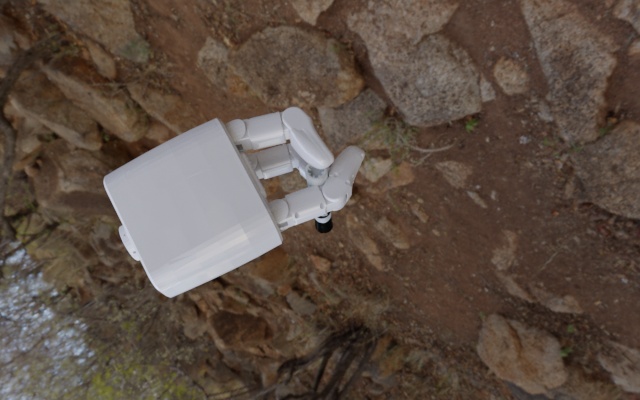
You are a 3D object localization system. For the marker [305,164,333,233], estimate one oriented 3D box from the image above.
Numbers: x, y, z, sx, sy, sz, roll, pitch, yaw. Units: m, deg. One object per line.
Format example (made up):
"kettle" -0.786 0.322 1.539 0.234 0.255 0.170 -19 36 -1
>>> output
"marker" 0.000 0.001 0.447 0.020 0.020 0.121 0 -26 4
